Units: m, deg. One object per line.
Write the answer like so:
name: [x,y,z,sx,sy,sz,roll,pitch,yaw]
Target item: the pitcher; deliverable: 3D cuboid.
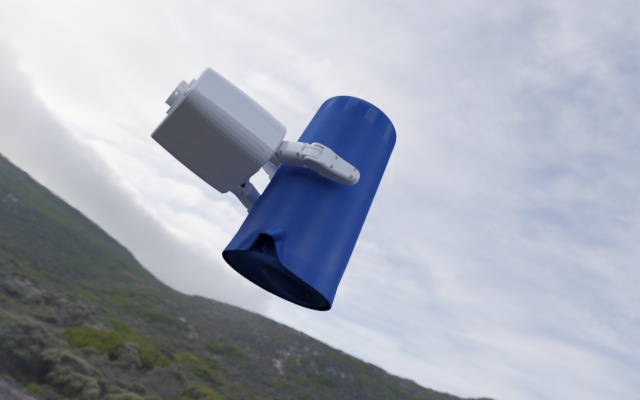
pitcher: [0.000,0.002,0.573,0.145,0.242,0.149,38,-26,-21]
